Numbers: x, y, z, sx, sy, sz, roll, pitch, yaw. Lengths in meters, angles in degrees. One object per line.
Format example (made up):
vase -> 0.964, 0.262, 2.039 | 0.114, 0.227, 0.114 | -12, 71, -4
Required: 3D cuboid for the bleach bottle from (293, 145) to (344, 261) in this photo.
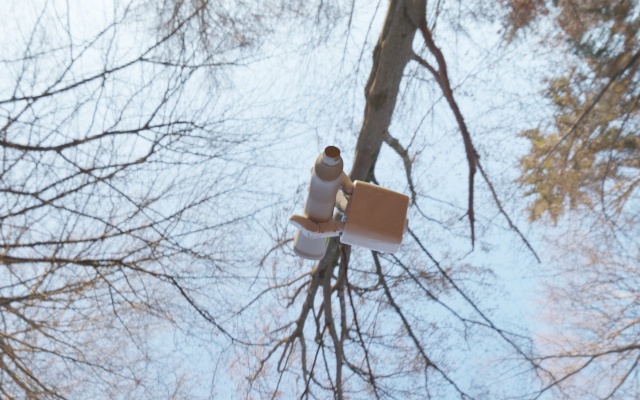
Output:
bleach bottle -> 0.000, 0.003, 0.873 | 0.068, 0.102, 0.251 | 14, -39, 1
